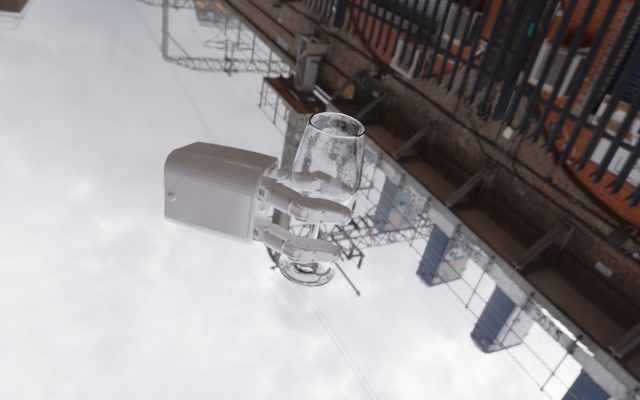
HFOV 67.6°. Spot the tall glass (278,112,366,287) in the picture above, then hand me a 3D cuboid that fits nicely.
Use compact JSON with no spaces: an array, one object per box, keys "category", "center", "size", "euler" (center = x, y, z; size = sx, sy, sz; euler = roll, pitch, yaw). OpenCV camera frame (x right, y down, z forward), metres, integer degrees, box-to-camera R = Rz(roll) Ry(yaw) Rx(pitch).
[{"category":"tall glass","center":[0.000,0.002,0.555],"size":[0.079,0.201,0.079],"euler":[9,32,-6]}]
